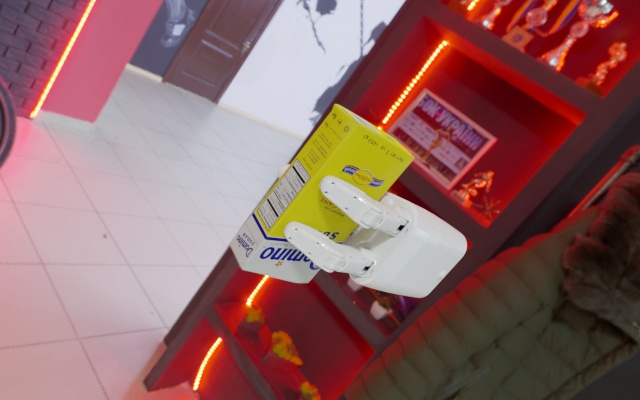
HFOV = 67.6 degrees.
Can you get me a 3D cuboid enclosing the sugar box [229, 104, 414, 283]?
[{"bbox_3d":[0.000,0.002,0.463,0.093,0.176,0.048,22,21,-43],"label":"sugar box"}]
